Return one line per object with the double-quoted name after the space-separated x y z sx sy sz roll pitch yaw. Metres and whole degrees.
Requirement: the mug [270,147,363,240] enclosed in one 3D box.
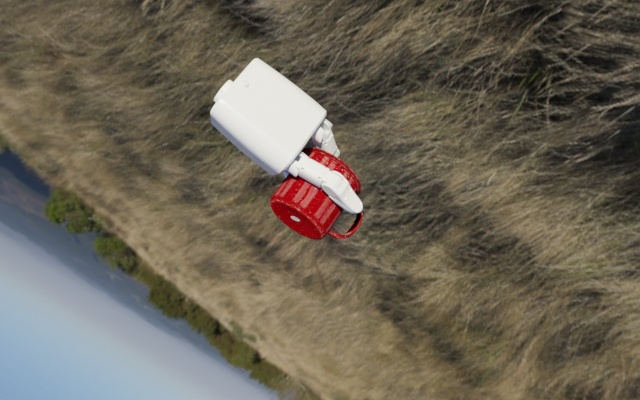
0.001 0.003 0.598 0.117 0.081 0.093 39 -22 -10 "mug"
